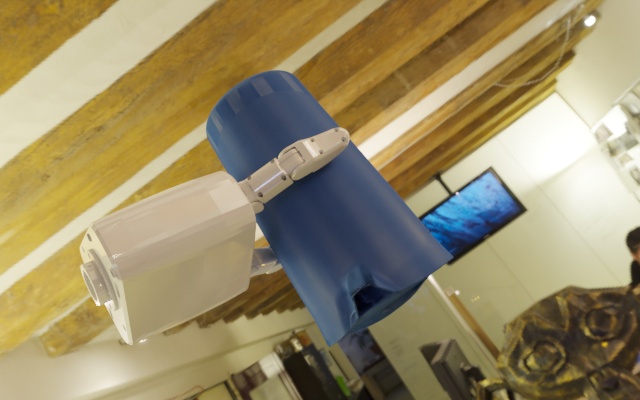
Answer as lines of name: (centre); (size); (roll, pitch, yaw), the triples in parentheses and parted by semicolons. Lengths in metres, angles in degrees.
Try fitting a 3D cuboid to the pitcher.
pitcher: (0.000, 0.002, 0.456); (0.145, 0.242, 0.149); (-25, -18, -33)
